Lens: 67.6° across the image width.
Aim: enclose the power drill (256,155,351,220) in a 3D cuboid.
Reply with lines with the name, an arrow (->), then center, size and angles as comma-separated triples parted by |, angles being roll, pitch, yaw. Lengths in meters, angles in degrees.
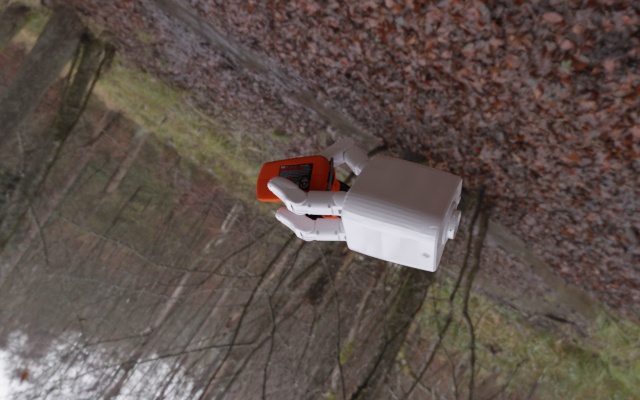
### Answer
power drill -> 0.000, 0.002, 0.655 | 0.184, 0.057, 0.188 | -5, -20, 34
